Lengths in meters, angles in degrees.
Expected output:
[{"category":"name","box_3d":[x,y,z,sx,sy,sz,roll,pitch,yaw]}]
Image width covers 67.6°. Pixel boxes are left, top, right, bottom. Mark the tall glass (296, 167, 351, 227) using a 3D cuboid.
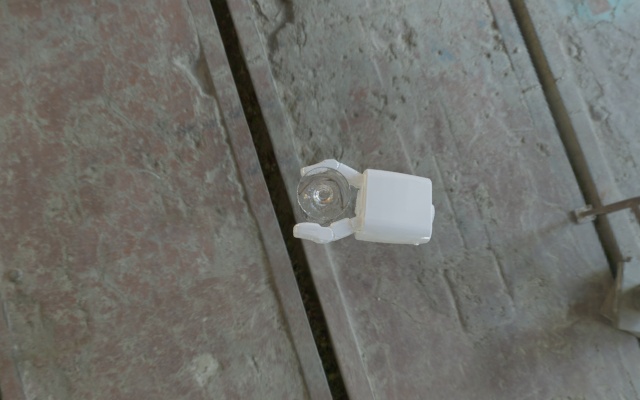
[{"category":"tall glass","box_3d":[0.000,0.002,0.754,0.079,0.079,0.201,0,-7,-3]}]
